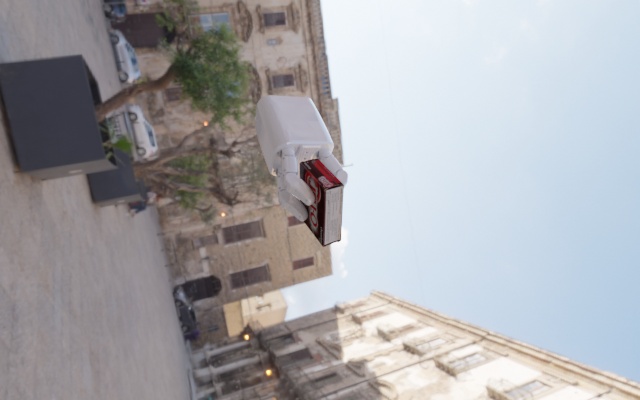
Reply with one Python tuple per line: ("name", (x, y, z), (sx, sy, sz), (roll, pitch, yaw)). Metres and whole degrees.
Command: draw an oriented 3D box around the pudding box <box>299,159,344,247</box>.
("pudding box", (0.000, 0.002, 0.763), (0.039, 0.114, 0.090), (-16, 38, -20))
